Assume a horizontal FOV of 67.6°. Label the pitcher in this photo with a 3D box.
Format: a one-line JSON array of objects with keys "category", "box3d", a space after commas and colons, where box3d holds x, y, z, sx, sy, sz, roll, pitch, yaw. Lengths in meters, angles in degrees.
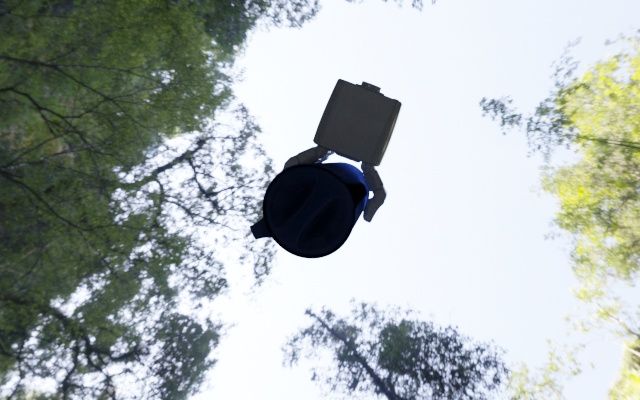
[{"category": "pitcher", "box3d": [0.000, 0.002, 0.766, 0.149, 0.145, 0.243, 22, 13, 10]}]
